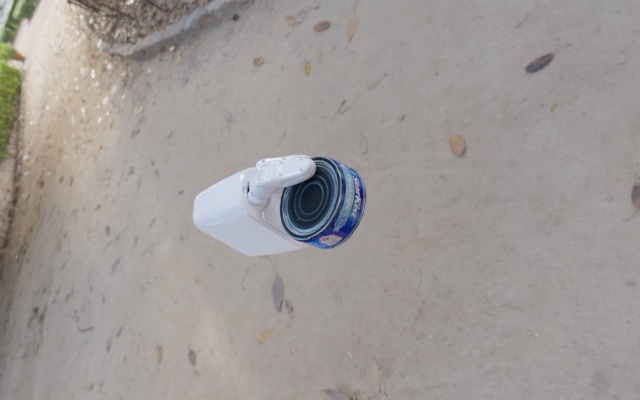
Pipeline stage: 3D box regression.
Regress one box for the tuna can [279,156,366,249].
[{"bbox_3d":[0.000,0.001,0.458,0.086,0.086,0.034,0,-16,45],"label":"tuna can"}]
